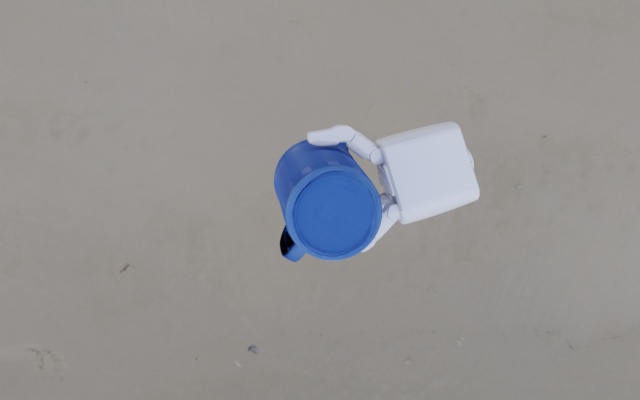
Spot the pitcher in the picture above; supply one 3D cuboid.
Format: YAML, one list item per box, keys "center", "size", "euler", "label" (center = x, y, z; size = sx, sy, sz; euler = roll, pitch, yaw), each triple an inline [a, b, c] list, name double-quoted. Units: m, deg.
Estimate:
- center: [0.000, 0.002, 0.629]
  size: [0.145, 0.149, 0.242]
  euler: [-15, 12, -2]
  label: "pitcher"
